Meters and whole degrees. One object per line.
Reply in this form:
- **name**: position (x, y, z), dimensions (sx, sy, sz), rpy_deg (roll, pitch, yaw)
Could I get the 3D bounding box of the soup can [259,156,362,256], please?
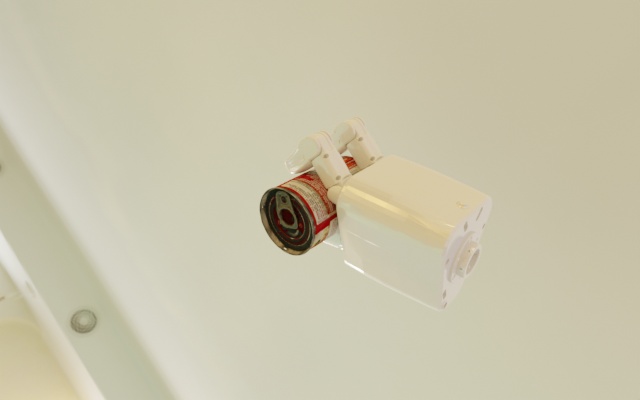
- **soup can**: position (0.000, 0.001, 0.471), dimensions (0.068, 0.068, 0.102), rpy_deg (0, 22, 44)
